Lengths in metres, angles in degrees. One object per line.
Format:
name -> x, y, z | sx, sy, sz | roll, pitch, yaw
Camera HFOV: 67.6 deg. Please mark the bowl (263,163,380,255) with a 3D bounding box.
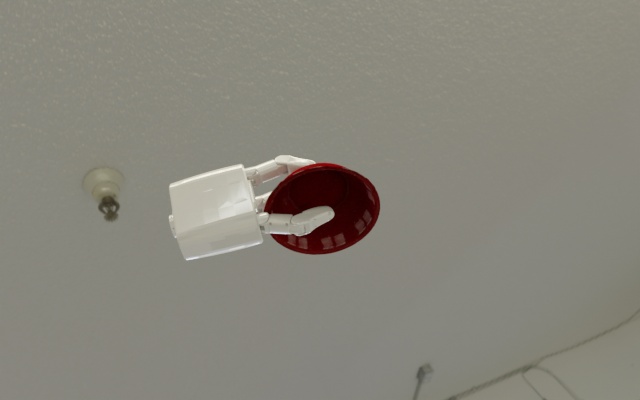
bowl -> 0.001, 0.002, 0.674 | 0.162, 0.162, 0.055 | 0, 40, -8
